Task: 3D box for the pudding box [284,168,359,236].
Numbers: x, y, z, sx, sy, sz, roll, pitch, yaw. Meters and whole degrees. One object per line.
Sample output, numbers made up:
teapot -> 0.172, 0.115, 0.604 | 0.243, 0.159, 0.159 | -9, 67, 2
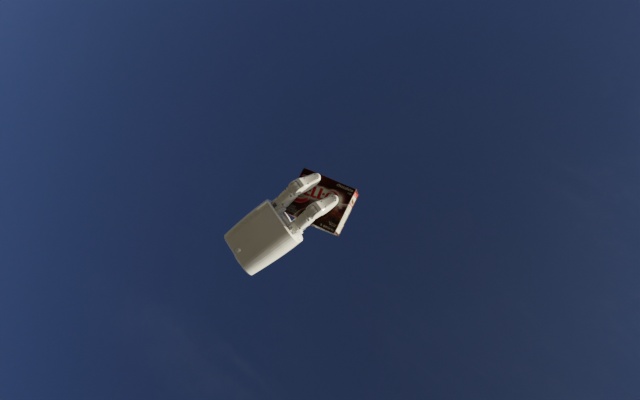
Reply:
pudding box -> 0.000, 0.003, 0.867 | 0.113, 0.090, 0.039 | 24, -9, 18
